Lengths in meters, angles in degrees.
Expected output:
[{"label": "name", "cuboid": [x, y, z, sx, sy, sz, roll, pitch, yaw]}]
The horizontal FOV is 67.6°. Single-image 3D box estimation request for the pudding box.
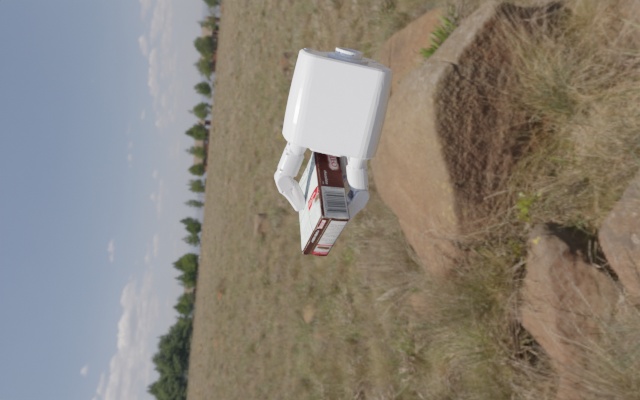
[{"label": "pudding box", "cuboid": [0.000, 0.002, 0.622, 0.039, 0.113, 0.090, 7, -38, -16]}]
